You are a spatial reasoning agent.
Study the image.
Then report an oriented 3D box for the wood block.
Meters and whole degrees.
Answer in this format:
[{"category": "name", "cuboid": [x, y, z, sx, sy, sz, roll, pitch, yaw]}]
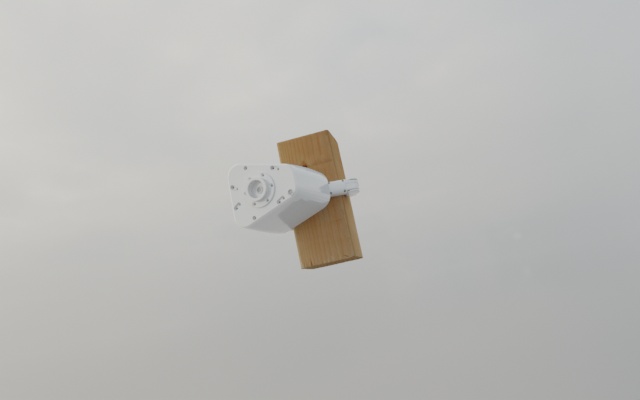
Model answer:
[{"category": "wood block", "cuboid": [0.000, 0.002, 0.785, 0.091, 0.206, 0.090, -14, -11, 10]}]
